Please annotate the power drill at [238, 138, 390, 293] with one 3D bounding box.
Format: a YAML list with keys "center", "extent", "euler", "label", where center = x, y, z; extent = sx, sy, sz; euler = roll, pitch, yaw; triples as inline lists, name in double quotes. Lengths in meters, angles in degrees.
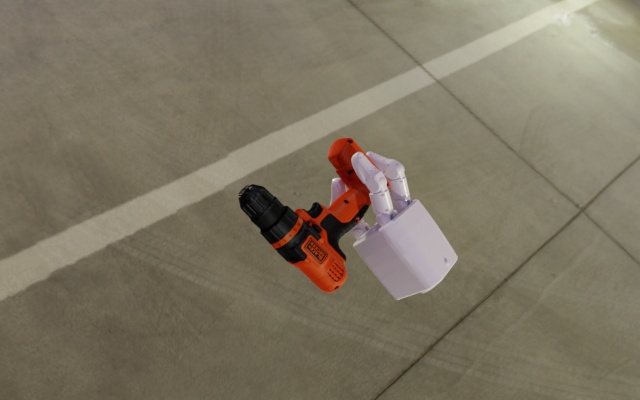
- center: [0.001, 0.002, 0.651]
  extent: [0.184, 0.187, 0.057]
  euler: [48, -28, -19]
  label: "power drill"
